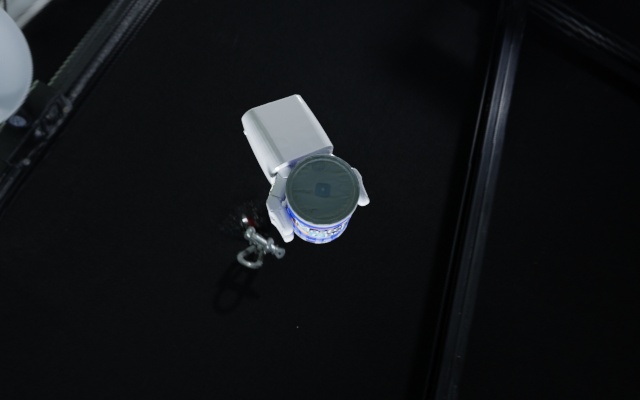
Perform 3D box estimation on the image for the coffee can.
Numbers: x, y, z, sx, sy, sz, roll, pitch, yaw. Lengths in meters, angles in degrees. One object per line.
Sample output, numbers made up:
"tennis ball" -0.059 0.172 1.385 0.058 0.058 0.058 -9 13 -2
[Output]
"coffee can" 0.000 0.002 0.717 0.103 0.102 0.140 0 -15 -3
